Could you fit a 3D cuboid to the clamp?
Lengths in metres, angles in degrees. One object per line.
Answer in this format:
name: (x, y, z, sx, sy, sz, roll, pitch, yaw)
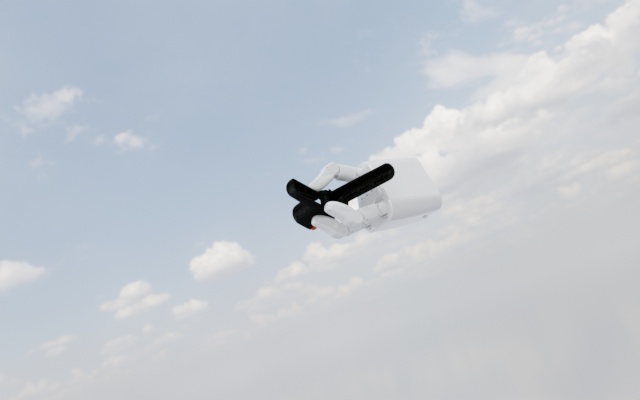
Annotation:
clamp: (0.000, 0.002, 0.746, 0.164, 0.036, 0.210, -7, -19, -26)
